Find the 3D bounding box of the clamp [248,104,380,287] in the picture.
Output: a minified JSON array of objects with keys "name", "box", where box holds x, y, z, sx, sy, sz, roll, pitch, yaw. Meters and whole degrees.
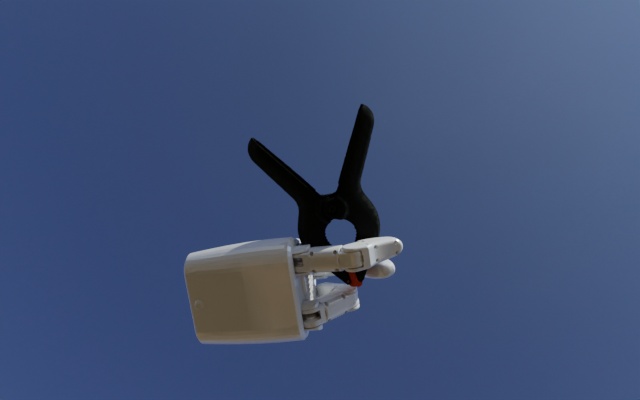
[{"name":"clamp","box":[0.000,0.002,0.457,0.120,0.171,0.039,-7,9,9]}]
